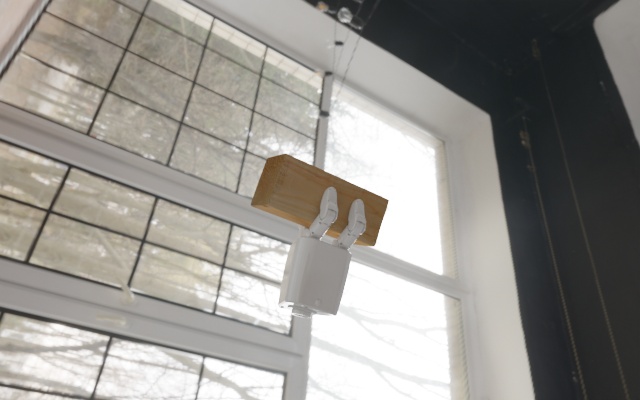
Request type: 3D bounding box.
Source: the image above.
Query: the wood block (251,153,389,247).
[{"bbox_3d":[0.000,0.003,0.815,0.206,0.090,0.091,23,-11,-24],"label":"wood block"}]
